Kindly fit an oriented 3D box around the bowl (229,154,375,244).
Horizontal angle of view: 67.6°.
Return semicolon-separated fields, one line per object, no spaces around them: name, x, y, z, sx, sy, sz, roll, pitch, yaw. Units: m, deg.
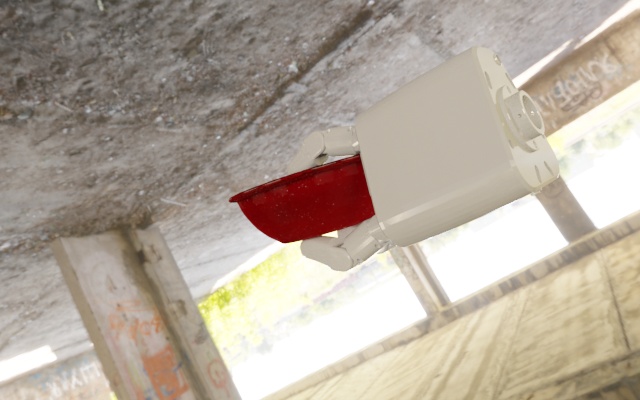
bowl;-0.001;0.002;0.445;0.162;0.055;0.162;-17;0;0
